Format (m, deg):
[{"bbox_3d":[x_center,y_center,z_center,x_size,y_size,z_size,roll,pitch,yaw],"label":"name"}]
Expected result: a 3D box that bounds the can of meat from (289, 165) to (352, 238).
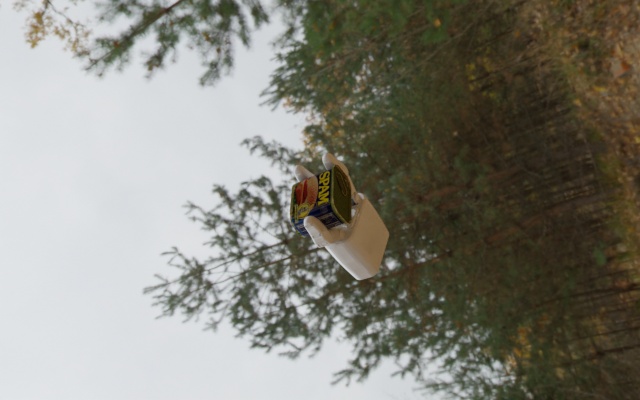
[{"bbox_3d":[0.000,0.003,0.765,0.084,0.102,0.057,-21,-48,24],"label":"can of meat"}]
